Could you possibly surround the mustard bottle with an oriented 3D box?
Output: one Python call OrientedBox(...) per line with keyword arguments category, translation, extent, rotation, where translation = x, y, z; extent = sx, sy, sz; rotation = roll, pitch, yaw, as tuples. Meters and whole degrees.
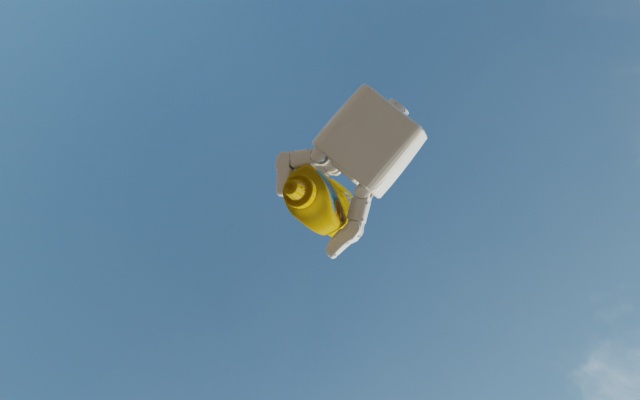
OrientedBox(category="mustard bottle", translation=(0.000, 0.002, 0.644), extent=(0.058, 0.096, 0.192), rotation=(-27, -20, 14))
